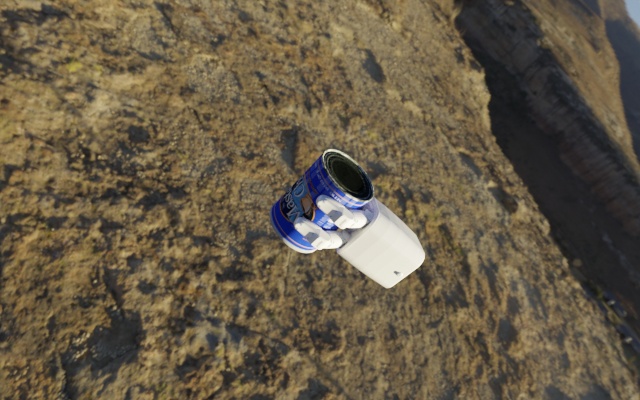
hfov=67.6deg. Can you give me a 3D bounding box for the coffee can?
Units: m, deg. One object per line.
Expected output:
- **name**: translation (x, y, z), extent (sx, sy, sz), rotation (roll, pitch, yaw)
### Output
- **coffee can**: translation (0.000, 0.002, 0.755), extent (0.103, 0.102, 0.140), rotation (0, -37, -50)
